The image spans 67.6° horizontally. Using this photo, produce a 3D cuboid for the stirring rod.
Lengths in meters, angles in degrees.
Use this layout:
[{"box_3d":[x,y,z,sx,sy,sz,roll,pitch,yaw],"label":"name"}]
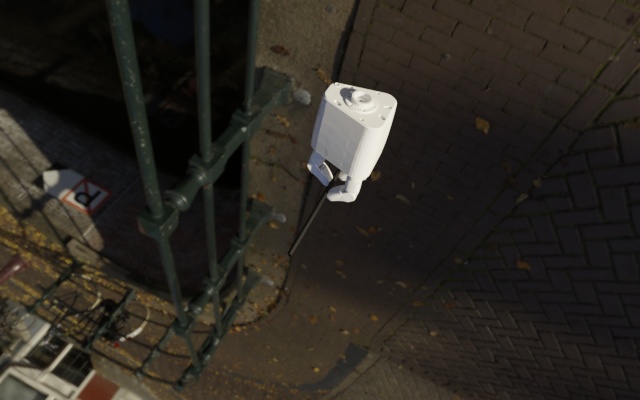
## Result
[{"box_3d":[0.000,0.002,0.803,0.011,0.011,0.239,0,42,33],"label":"stirring rod"}]
